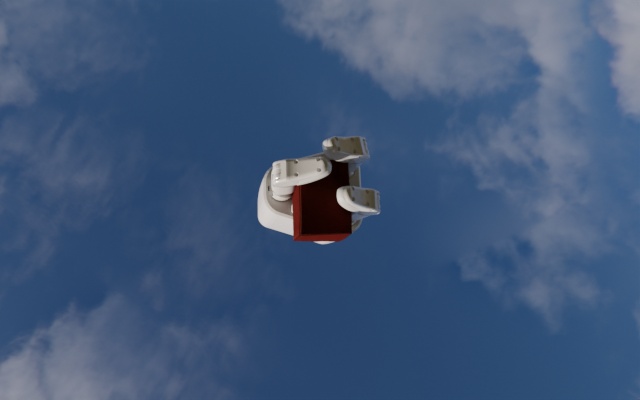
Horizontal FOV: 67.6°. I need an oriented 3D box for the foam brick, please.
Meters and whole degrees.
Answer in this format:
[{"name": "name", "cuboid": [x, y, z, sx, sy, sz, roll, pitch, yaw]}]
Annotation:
[{"name": "foam brick", "cuboid": [0.000, 0.002, 0.488, 0.053, 0.078, 0.051, 1, -14, -11]}]
